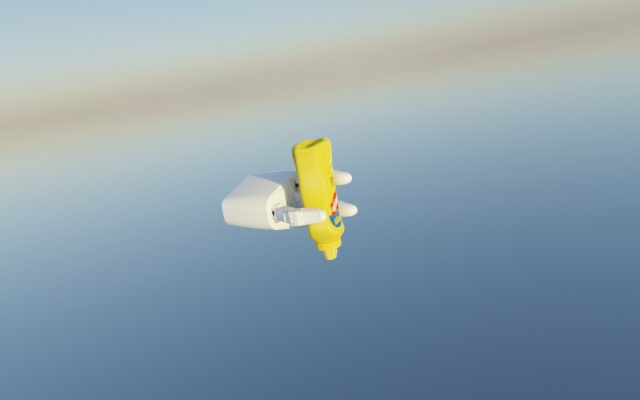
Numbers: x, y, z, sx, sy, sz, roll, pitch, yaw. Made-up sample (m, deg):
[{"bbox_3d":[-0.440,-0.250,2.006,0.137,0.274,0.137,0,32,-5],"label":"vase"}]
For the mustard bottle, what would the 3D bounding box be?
[{"bbox_3d":[0.000,0.002,0.753,0.058,0.192,0.096,-7,15,11],"label":"mustard bottle"}]
